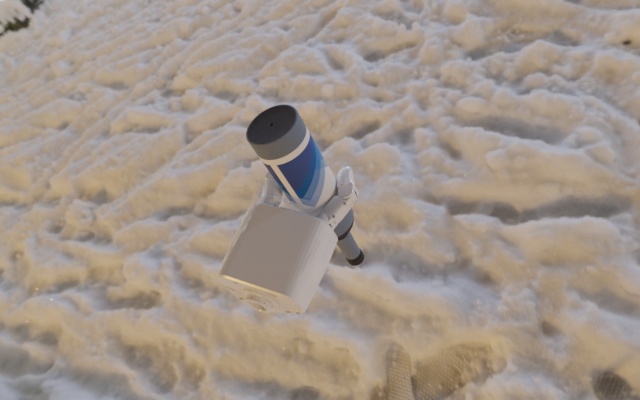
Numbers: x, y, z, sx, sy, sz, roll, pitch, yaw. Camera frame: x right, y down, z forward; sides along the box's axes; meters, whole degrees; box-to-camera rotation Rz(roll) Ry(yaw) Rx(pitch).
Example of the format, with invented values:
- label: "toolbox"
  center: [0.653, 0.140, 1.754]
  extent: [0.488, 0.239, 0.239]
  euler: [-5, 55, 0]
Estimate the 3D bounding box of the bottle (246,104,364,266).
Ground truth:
- label: "bottle"
  center: [0.000, 0.002, 0.646]
  extent: [0.069, 0.069, 0.296]
  euler: [0, -37, 28]
